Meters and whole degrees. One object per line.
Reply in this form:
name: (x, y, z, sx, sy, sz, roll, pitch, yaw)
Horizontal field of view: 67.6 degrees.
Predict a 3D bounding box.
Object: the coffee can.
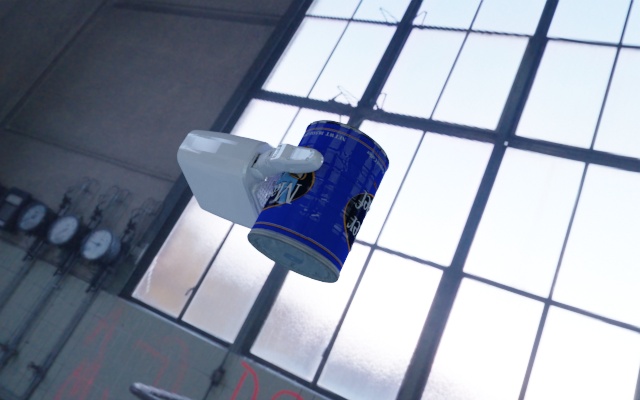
coffee can: (0.000, 0.002, 0.504, 0.103, 0.140, 0.103, 23, -21, 9)
